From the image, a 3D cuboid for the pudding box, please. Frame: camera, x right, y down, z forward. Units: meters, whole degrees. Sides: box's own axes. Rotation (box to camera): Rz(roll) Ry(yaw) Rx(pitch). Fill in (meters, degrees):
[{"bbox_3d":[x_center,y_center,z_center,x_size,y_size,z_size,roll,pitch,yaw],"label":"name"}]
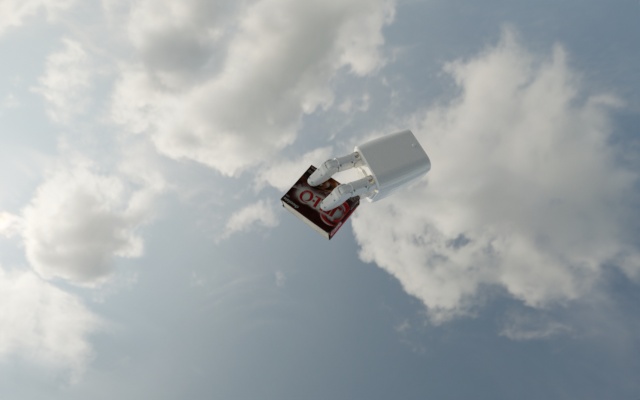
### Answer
[{"bbox_3d":[0.000,0.003,0.850,0.113,0.090,0.039,33,-21,20],"label":"pudding box"}]
